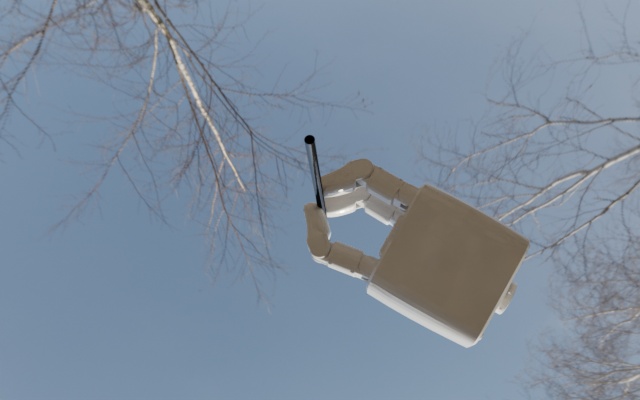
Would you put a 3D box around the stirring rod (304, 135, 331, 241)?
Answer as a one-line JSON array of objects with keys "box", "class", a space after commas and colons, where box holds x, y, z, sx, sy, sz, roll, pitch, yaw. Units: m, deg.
[{"box": [0.000, 0.002, 0.462, 0.011, 0.011, 0.240, 0, -23, 4], "class": "stirring rod"}]
